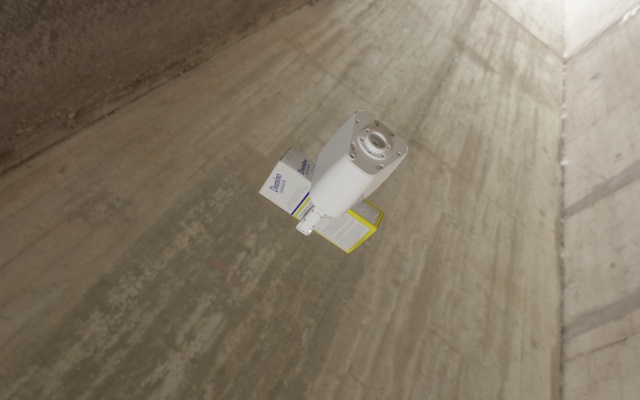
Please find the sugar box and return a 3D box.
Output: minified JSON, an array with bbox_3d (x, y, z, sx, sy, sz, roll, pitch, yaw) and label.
[{"bbox_3d":[0.000,0.002,0.738,0.176,0.048,0.093,37,-42,-4],"label":"sugar box"}]
